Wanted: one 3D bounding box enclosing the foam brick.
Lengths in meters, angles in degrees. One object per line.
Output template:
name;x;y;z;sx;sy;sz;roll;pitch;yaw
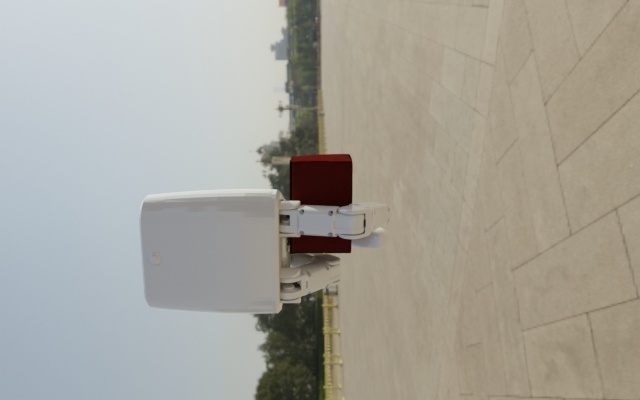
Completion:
foam brick;0.000;0.001;0.403;0.051;0.078;0.053;1;10;0
